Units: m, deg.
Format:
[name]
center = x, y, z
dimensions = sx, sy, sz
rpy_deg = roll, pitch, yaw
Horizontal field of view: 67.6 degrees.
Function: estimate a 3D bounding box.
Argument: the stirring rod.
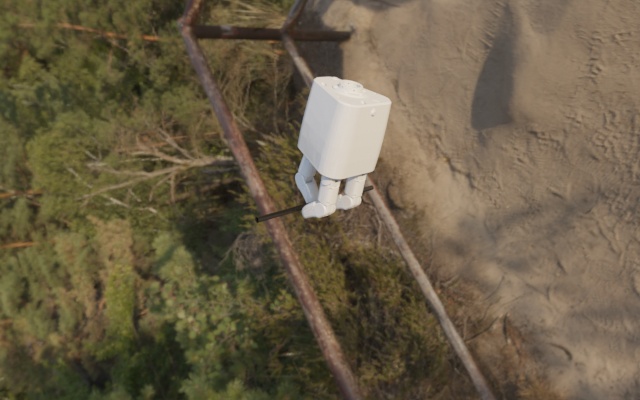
[stirring rod]
center = 0.000, 0.002, 0.734
dimensions = 0.239, 0.011, 0.011
rpy_deg = -16, 10, -41
